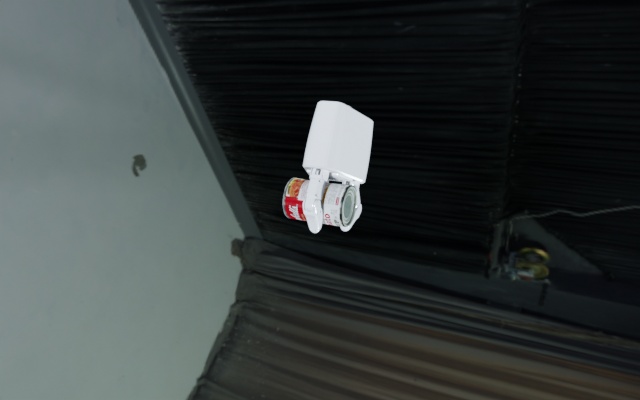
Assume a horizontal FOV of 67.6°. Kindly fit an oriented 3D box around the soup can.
[{"bbox_3d":[0.000,0.003,0.765,0.102,0.068,0.068,8,3,23],"label":"soup can"}]
